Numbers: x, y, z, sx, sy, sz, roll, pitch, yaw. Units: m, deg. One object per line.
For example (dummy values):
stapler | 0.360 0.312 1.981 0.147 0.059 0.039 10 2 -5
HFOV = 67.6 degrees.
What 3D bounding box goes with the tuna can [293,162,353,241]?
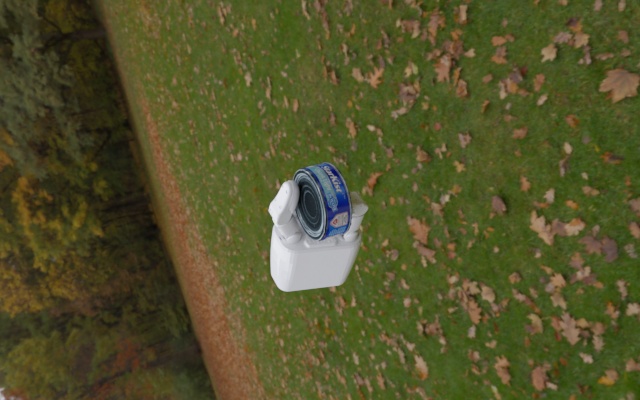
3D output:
tuna can | 0.000 0.002 0.540 0.034 0.086 0.086 -14 6 -25
